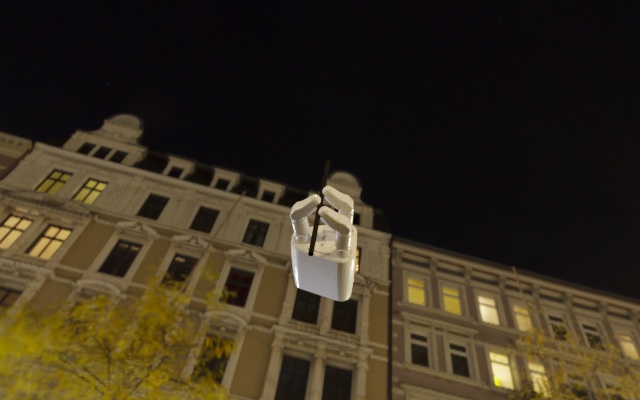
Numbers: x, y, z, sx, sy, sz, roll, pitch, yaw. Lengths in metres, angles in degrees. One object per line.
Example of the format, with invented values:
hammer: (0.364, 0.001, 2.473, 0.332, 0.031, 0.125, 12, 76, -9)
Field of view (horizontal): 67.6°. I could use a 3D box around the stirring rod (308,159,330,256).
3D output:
stirring rod: (0.000, 0.003, 0.767, 0.011, 0.011, 0.239, 0, 38, 8)
